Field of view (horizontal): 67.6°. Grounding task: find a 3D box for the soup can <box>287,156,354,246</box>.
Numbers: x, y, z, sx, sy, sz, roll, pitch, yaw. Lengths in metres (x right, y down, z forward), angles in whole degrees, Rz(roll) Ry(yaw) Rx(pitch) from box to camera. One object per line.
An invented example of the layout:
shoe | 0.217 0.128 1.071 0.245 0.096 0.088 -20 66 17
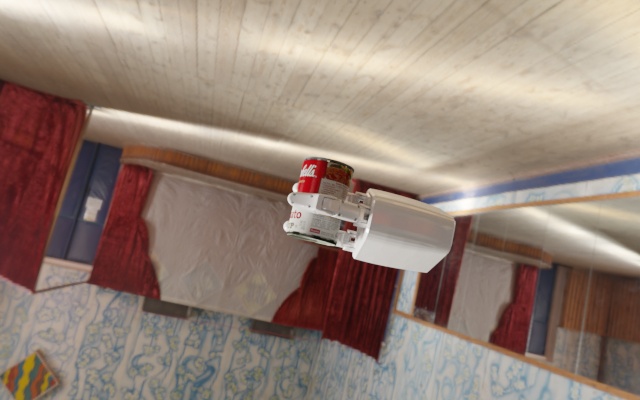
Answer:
soup can | 0.000 0.002 0.619 0.068 0.102 0.068 13 -9 2
